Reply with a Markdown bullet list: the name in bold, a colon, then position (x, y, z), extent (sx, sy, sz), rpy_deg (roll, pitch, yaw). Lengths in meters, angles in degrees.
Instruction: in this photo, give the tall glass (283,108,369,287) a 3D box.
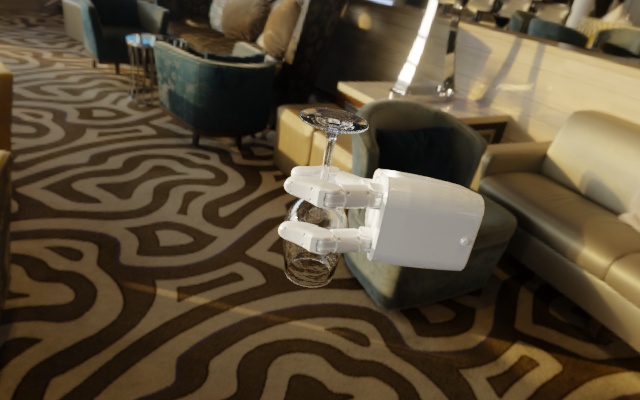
- **tall glass**: position (0.000, 0.001, 0.549), extent (0.079, 0.201, 0.079), rpy_deg (8, 27, -4)
